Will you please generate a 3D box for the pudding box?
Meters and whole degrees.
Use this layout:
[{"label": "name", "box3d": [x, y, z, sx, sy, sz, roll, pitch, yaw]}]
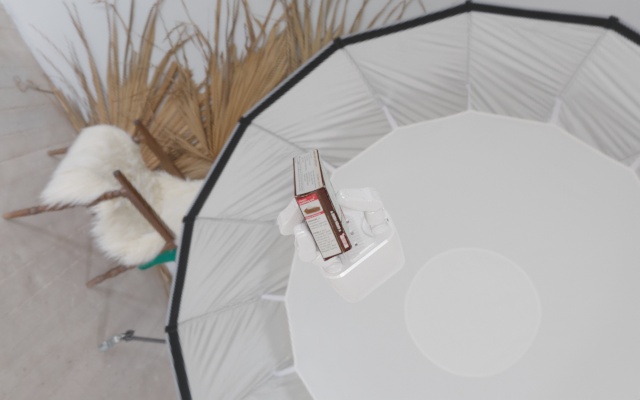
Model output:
[{"label": "pudding box", "box3d": [0.000, 0.002, 0.560, 0.039, 0.090, 0.113, -23, 26, 5]}]
